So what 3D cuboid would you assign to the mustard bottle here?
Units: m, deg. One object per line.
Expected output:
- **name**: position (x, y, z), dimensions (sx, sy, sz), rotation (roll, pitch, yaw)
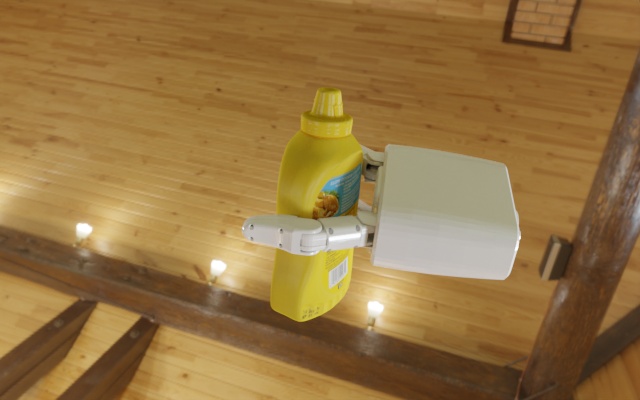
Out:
- **mustard bottle**: position (0.000, 0.001, 0.407), dimensions (0.058, 0.192, 0.096), rotation (19, 28, 28)
